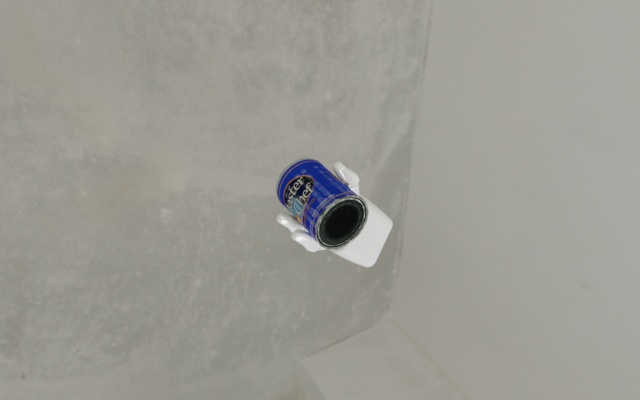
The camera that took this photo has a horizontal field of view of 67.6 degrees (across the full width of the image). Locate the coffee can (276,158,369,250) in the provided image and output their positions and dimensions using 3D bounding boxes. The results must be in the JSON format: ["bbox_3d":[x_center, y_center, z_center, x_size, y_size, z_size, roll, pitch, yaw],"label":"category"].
[{"bbox_3d":[0.000,0.002,0.815,0.103,0.103,0.140,0,30,-36],"label":"coffee can"}]
